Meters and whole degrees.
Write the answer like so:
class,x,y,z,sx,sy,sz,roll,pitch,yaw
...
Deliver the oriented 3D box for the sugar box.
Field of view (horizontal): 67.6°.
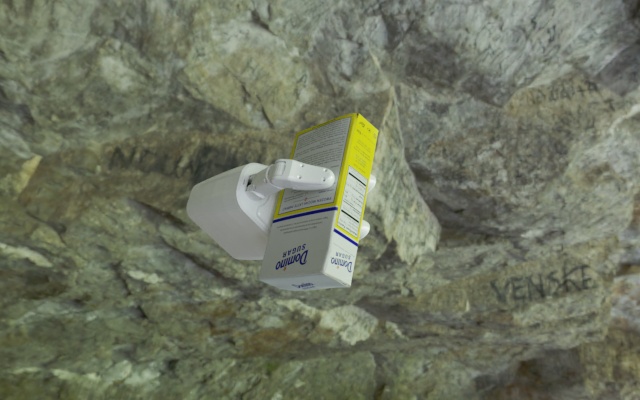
class,x,y,z,sx,sy,sz,roll,pitch,yaw
sugar box,0.000,0.002,0.487,0.093,0.176,0.048,-12,-33,43
